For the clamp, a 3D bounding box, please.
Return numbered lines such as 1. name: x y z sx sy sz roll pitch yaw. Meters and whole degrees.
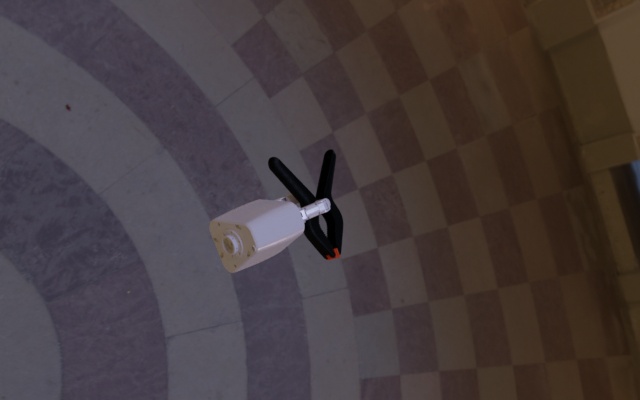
1. clamp: 0.001 0.003 0.879 0.036 0.210 0.164 -19 3 45
